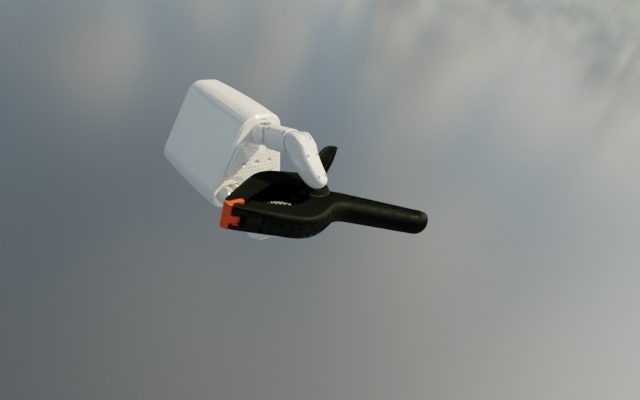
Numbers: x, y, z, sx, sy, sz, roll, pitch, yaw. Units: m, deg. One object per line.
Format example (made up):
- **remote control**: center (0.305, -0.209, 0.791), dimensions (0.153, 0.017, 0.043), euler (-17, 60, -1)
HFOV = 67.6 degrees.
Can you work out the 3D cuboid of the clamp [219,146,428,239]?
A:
- **clamp**: center (0.000, 0.001, 0.480), dimensions (0.164, 0.036, 0.210), euler (36, 34, 30)
